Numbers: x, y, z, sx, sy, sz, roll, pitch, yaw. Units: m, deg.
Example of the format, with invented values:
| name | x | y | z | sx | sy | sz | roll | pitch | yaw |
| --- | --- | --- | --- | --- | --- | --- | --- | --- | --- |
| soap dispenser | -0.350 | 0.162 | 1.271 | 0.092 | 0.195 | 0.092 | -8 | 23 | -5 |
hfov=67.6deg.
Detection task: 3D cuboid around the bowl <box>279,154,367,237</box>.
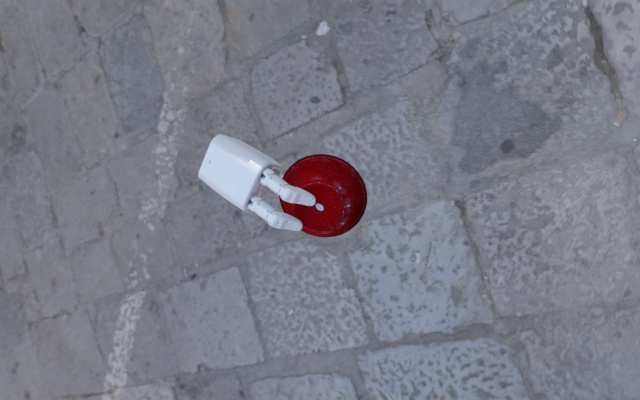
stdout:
| name | x | y | z | sx | sy | sz | roll | pitch | yaw |
| --- | --- | --- | --- | --- | --- | --- | --- | --- | --- |
| bowl | 0.001 | 0.003 | 0.839 | 0.162 | 0.162 | 0.055 | 0 | 22 | 9 |
